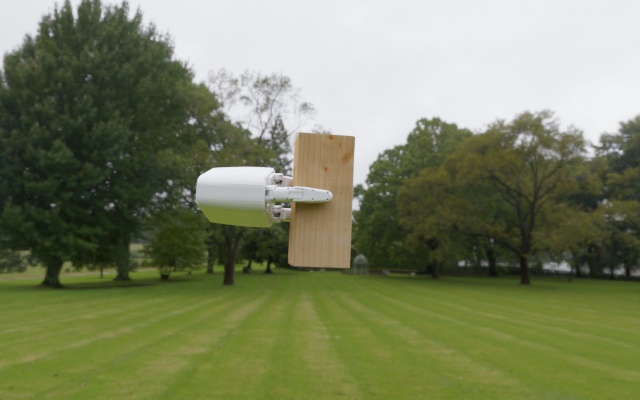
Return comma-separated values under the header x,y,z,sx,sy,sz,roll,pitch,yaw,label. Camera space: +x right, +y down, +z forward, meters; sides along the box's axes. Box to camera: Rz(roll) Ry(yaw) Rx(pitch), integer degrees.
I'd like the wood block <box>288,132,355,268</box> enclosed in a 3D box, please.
x,y,z,sx,sy,sz,roll,pitch,yaw,label
0.000,0.002,0.772,0.090,0.206,0.091,3,-4,-8,wood block
